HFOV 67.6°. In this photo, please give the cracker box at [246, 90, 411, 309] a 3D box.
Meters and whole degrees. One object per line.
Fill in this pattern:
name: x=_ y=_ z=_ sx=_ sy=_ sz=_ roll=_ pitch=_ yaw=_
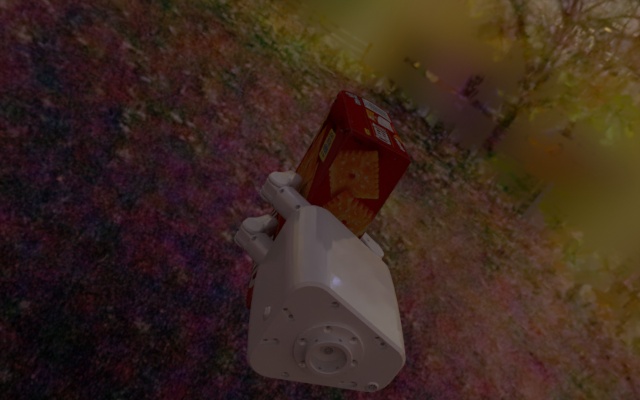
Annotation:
cracker box: x=0.000 y=0.002 z=0.512 sx=0.072 sy=0.214 sz=0.164 roll=27 pitch=23 yaw=-12
